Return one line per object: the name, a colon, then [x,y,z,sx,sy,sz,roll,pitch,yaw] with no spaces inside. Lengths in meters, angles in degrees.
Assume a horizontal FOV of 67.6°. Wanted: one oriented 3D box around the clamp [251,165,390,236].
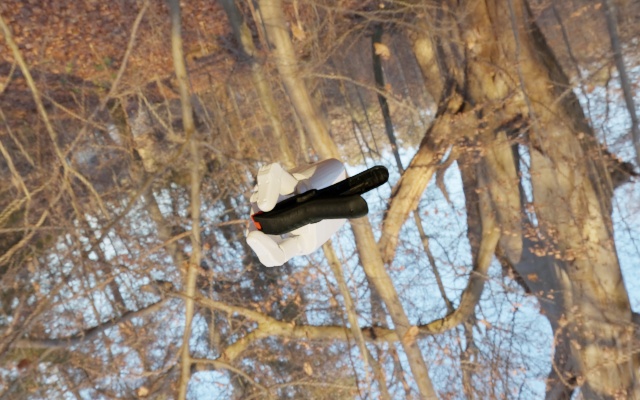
clamp: [0.000,0.002,0.558,0.171,0.039,0.120,-12,11,33]
